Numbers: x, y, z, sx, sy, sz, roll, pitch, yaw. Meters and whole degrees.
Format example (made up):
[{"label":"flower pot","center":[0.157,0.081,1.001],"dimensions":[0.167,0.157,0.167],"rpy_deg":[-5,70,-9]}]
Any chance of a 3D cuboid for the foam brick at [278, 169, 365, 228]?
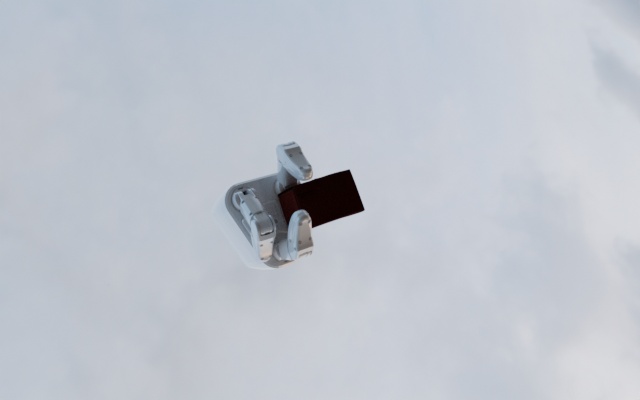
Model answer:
[{"label":"foam brick","center":[0.000,0.002,0.552],"dimensions":[0.078,0.053,0.051],"rpy_deg":[-17,-3,-25]}]
